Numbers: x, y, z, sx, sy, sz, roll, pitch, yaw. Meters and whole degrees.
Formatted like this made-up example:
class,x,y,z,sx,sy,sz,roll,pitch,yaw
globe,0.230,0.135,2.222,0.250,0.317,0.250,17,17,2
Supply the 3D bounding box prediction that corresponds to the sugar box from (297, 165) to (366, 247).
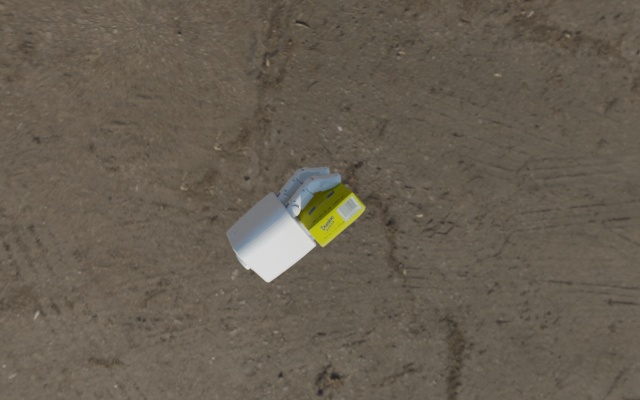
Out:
class,x,y,z,sx,sy,sz,roll,pitch,yaw
sugar box,0.000,0.002,0.807,0.093,0.048,0.176,-41,28,-2
